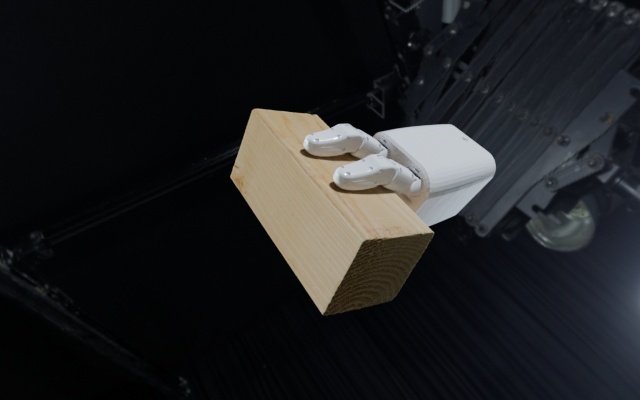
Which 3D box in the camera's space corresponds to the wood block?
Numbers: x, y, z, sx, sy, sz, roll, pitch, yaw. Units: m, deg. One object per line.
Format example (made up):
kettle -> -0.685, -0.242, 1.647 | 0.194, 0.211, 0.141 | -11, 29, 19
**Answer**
wood block -> 0.000, 0.002, 0.478 | 0.090, 0.091, 0.206 | -3, 39, -38
